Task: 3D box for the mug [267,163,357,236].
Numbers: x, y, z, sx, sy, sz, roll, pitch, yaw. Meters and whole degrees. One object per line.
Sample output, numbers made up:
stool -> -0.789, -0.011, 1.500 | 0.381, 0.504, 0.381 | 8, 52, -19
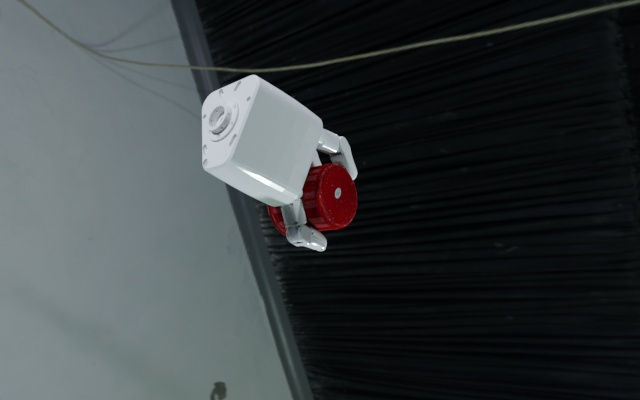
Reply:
mug -> 0.001, 0.002, 0.618 | 0.081, 0.093, 0.117 | -9, -23, 39
